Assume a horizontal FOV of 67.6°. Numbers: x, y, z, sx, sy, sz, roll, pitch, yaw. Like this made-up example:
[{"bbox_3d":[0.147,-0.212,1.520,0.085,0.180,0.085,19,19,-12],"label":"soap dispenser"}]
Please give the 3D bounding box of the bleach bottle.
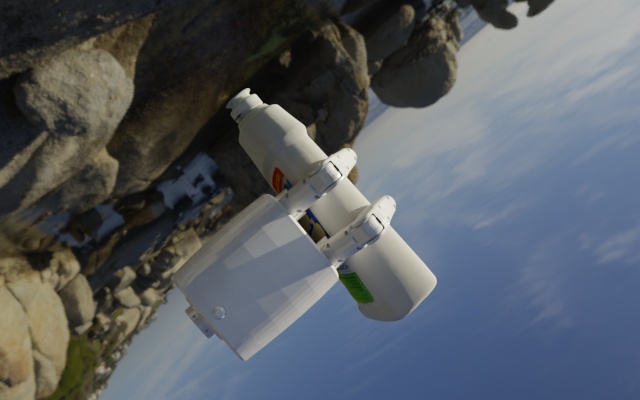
[{"bbox_3d":[0.000,0.002,0.463,0.068,0.251,0.102,-41,3,-17],"label":"bleach bottle"}]
